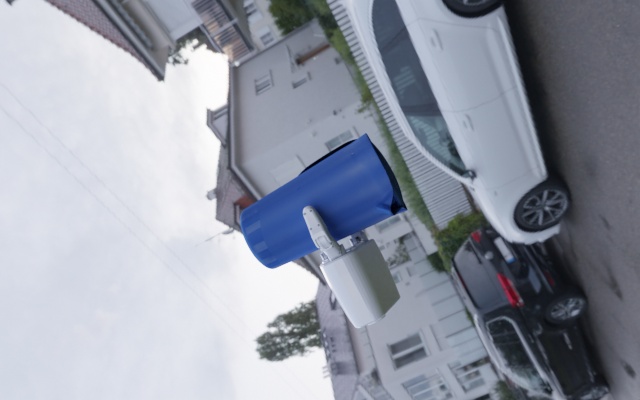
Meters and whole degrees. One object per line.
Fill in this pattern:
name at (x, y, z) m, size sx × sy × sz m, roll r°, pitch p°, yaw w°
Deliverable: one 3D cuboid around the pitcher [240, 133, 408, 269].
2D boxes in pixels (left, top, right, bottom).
pitcher at (0.000, 0.003, 0.750) m, size 0.243 × 0.145 × 0.149 m, roll -28°, pitch -3°, yaw 10°
